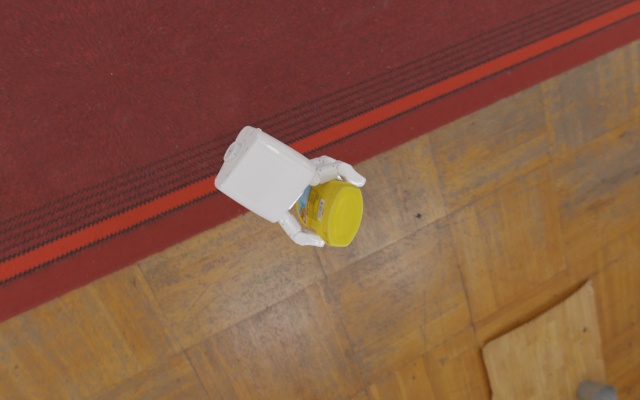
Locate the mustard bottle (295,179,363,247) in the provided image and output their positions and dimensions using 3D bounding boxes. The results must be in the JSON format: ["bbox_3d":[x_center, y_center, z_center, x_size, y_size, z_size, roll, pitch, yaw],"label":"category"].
[{"bbox_3d":[0.001,0.003,0.785,0.058,0.096,0.191,5,12,-25],"label":"mustard bottle"}]
